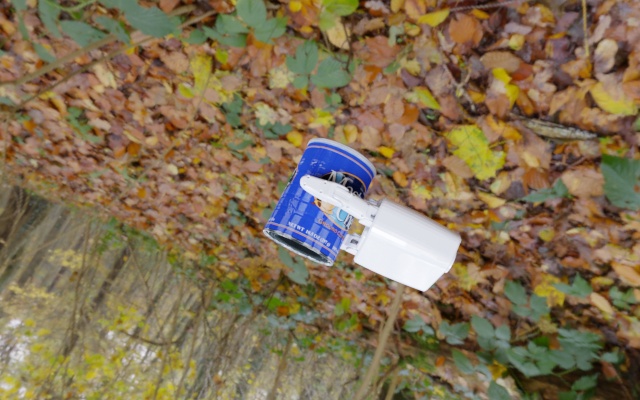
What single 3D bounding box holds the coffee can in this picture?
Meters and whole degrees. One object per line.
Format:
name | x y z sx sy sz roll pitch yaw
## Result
coffee can | 0.000 0.002 0.641 0.103 0.140 0.103 25 -14 7
